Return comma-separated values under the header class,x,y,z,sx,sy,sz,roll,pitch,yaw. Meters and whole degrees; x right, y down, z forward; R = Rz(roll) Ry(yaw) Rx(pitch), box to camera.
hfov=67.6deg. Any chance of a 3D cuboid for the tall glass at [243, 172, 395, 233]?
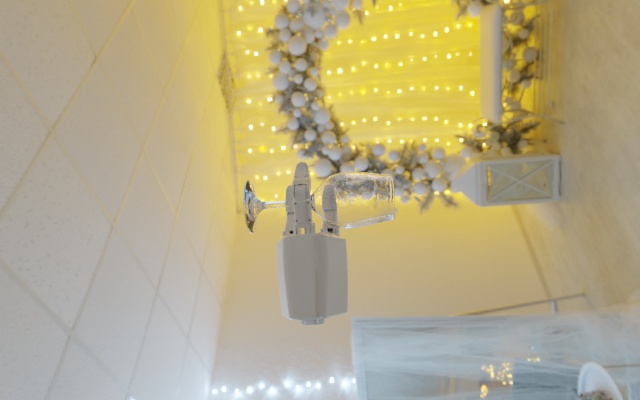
class,x,y,z,sx,sy,sz,roll,pitch,yaw
tall glass,-0.001,0.002,0.660,0.201,0.079,0.079,-4,0,5
